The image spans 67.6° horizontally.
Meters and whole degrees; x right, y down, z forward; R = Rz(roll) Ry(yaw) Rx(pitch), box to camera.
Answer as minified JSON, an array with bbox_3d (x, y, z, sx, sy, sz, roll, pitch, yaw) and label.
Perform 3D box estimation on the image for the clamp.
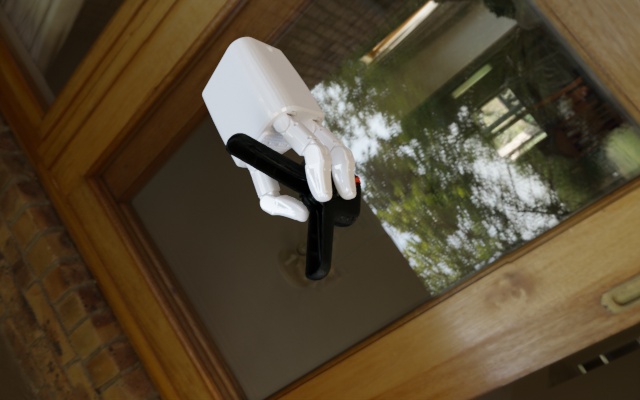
[{"bbox_3d":[0.000,0.002,0.534,0.036,0.164,0.210,-36,-16,26],"label":"clamp"}]
